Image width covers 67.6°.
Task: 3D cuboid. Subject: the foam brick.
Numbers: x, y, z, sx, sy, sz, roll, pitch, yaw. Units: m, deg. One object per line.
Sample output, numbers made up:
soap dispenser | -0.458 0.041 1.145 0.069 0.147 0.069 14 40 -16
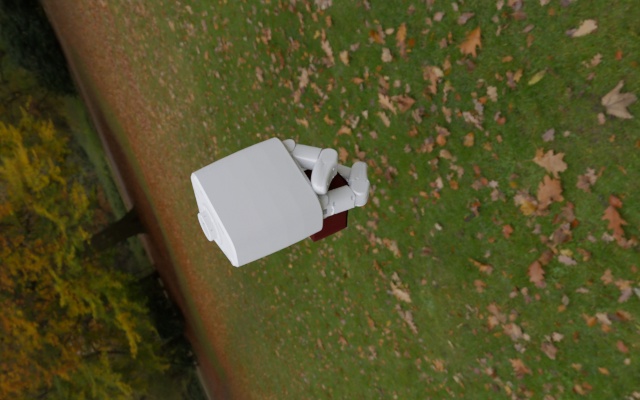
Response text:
foam brick | 0.000 0.002 0.587 0.051 0.078 0.053 -25 52 -22
